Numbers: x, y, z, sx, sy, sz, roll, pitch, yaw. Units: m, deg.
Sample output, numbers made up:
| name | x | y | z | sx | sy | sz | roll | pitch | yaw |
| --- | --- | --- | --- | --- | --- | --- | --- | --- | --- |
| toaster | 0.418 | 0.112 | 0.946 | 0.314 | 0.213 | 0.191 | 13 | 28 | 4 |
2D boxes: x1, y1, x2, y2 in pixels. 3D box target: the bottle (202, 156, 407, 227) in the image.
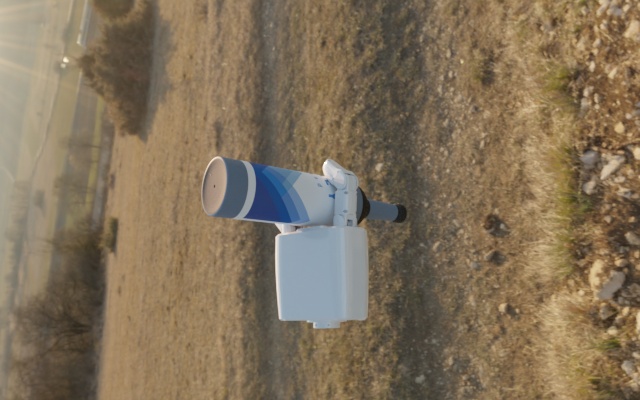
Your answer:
| name | x | y | z | sx | sy | sz | roll | pitch | yaw |
| --- | --- | --- | --- | --- | --- | --- | --- | --- | --- |
| bottle | 0.000 | 0.002 | 0.609 | 0.296 | 0.069 | 0.069 | 9 | -5 | -37 |
